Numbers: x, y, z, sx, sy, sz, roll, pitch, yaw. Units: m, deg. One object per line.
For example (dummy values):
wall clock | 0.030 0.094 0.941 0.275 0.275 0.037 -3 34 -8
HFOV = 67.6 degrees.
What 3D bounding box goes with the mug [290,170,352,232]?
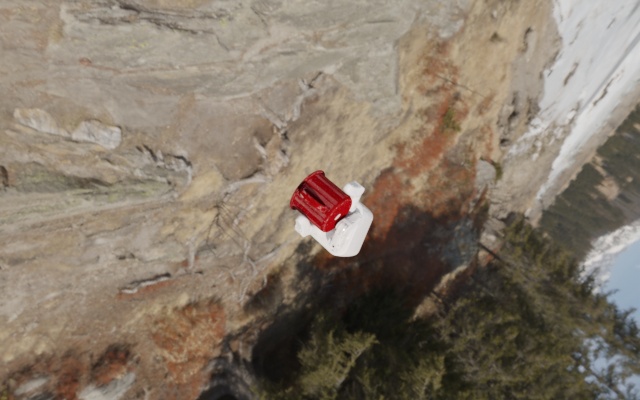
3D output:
mug | 0.000 0.003 0.869 0.081 0.093 0.117 40 6 20
